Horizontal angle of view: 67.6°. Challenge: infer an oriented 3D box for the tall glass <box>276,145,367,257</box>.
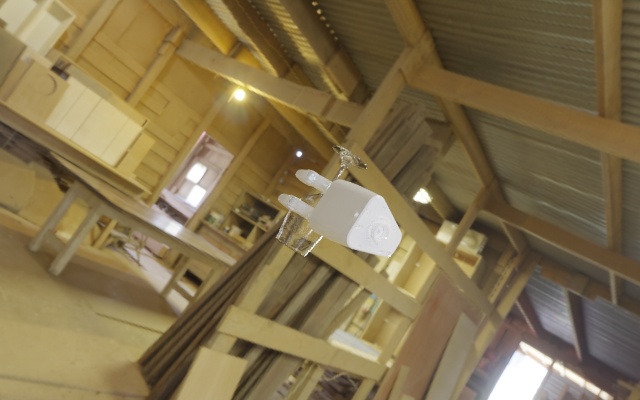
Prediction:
[{"bbox_3d":[0.000,0.002,0.867,0.079,0.201,0.079,33,-7,5],"label":"tall glass"}]
